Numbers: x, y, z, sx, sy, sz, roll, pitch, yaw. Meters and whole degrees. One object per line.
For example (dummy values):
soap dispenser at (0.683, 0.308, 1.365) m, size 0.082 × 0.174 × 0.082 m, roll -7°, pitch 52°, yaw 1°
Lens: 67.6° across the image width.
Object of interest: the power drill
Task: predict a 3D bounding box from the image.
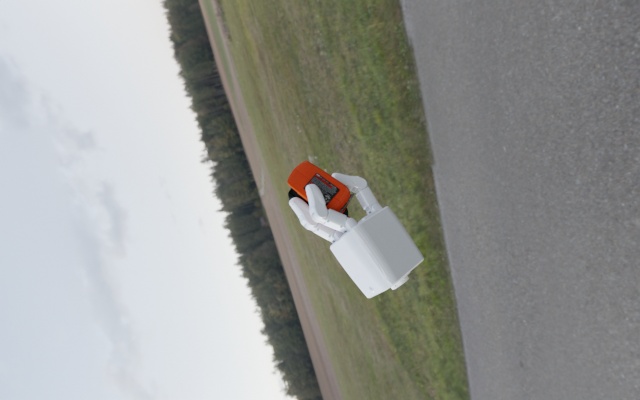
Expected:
power drill at (0.000, 0.003, 0.847) m, size 0.184 × 0.057 × 0.188 m, roll 34°, pitch -11°, yaw 21°
